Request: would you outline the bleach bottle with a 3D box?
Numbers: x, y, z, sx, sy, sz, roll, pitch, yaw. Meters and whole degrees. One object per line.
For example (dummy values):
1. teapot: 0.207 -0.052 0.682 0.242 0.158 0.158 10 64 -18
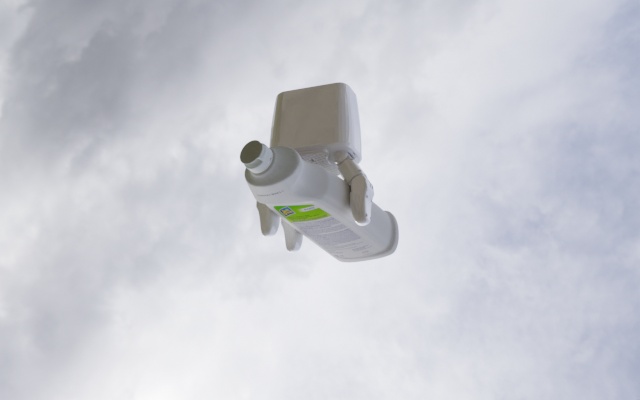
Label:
1. bleach bottle: 0.000 0.002 0.574 0.102 0.068 0.251 -15 -33 27
